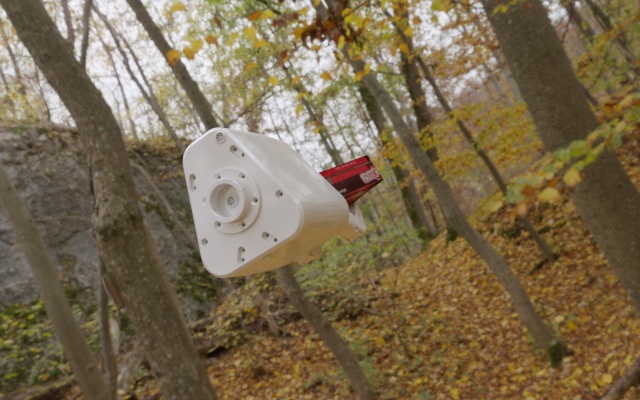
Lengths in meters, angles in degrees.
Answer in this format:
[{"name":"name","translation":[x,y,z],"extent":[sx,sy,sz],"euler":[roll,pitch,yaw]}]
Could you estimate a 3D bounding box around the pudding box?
[{"name":"pudding box","translation":[0.000,0.002,0.512],"extent":[0.090,0.039,0.113],"euler":[-22,-11,-45]}]
